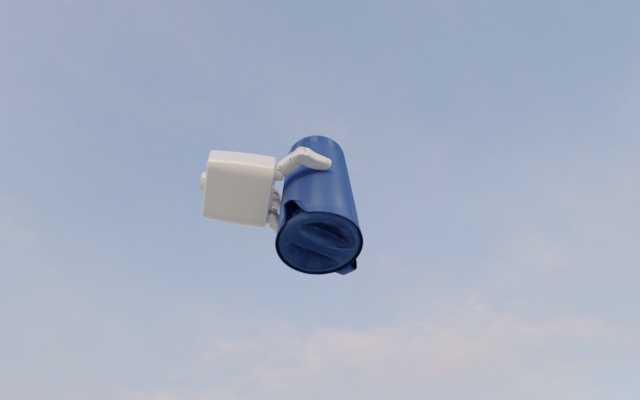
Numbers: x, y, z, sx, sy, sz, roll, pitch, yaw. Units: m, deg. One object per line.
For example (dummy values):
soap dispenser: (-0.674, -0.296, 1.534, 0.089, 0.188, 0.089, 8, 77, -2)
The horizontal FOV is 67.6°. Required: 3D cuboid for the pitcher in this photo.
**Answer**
pitcher: (0.000, 0.003, 0.810, 0.145, 0.149, 0.242, 8, 38, -8)
